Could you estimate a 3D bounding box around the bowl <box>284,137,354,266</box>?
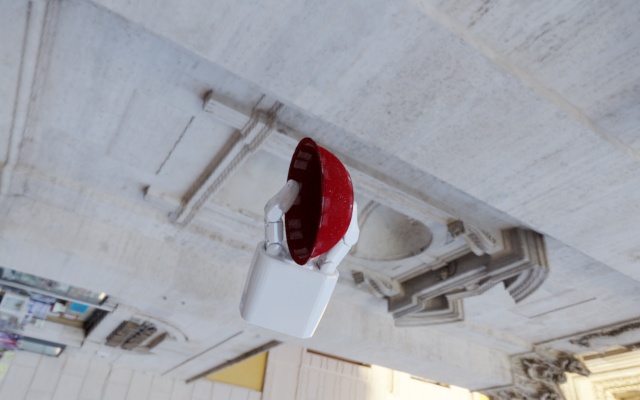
[{"bbox_3d":[0.001,0.001,0.608,0.055,0.162,0.162,3,-1,-19],"label":"bowl"}]
